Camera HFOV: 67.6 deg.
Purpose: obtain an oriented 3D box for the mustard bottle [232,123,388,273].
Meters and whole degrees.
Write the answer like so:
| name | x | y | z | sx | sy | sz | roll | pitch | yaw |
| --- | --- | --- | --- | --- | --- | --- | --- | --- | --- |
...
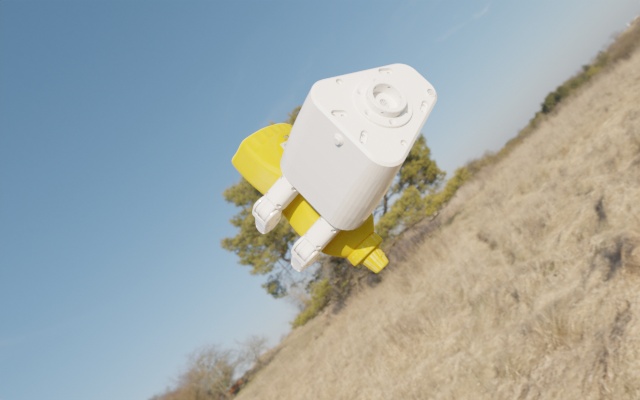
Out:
| name | x | y | z | sx | sy | sz | roll | pitch | yaw |
| --- | --- | --- | --- | --- | --- | --- | --- | --- | --- |
| mustard bottle | 0.000 | 0.002 | 0.512 | 0.058 | 0.191 | 0.096 | -51 | -13 | 33 |
